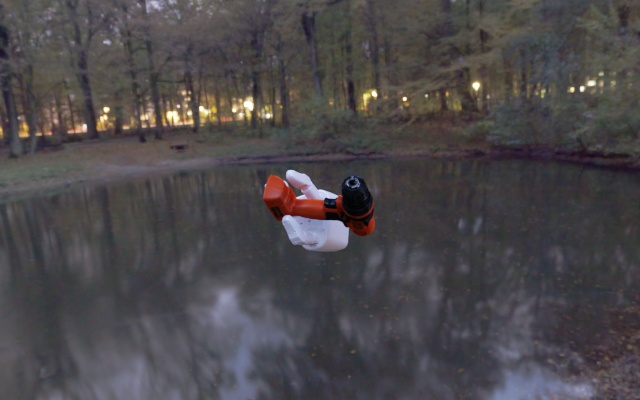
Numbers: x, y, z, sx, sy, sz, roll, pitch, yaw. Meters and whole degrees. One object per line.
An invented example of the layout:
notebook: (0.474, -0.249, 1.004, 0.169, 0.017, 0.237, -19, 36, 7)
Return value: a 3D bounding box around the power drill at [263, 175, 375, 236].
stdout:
power drill: (0.000, 0.003, 0.829, 0.187, 0.057, 0.184, 9, -25, 15)
